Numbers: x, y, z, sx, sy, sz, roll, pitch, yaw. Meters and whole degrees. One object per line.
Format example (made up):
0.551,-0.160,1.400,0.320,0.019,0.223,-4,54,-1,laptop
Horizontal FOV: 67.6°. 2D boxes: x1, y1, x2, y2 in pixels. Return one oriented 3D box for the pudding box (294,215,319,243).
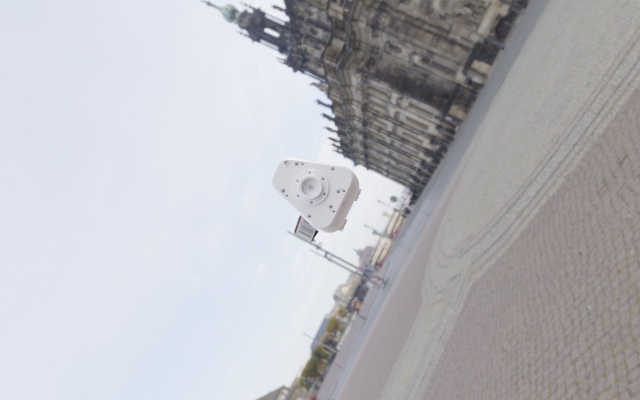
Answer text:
0.000,0.003,0.813,0.039,0.113,0.090,27,27,7,pudding box
